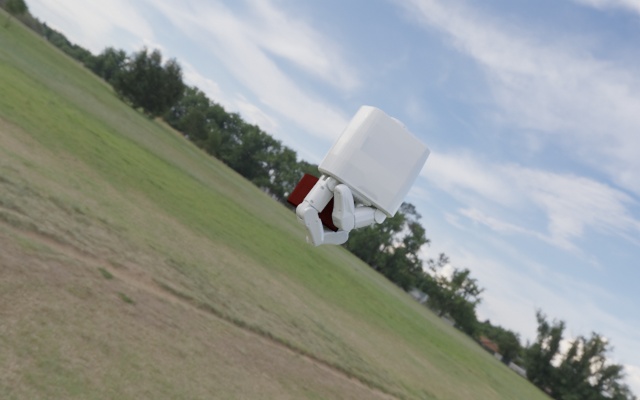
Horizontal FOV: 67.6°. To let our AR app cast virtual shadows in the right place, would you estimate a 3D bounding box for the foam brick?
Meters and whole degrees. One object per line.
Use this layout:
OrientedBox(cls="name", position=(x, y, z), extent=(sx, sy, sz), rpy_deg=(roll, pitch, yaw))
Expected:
OrientedBox(cls="foam brick", position=(0.000, 0.002, 0.673), extent=(0.053, 0.051, 0.078), rpy_deg=(35, -4, -34))
